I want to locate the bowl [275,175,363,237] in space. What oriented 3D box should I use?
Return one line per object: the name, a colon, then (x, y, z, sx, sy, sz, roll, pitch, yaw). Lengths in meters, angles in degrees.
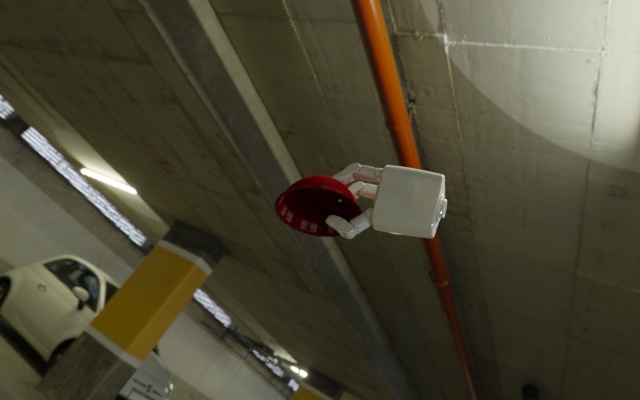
bowl: (-0.001, 0.002, 0.878, 0.162, 0.055, 0.162, 6, -35, 4)
